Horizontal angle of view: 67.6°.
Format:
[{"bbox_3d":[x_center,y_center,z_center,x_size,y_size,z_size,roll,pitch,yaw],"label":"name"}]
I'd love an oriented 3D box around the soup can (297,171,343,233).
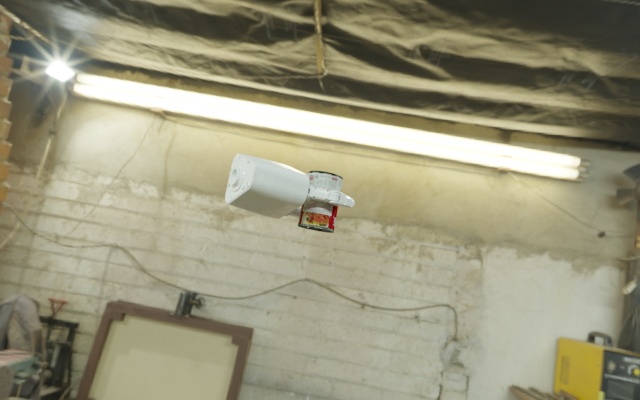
[{"bbox_3d":[0.001,0.003,0.871,0.068,0.102,0.068,10,-8,2],"label":"soup can"}]
